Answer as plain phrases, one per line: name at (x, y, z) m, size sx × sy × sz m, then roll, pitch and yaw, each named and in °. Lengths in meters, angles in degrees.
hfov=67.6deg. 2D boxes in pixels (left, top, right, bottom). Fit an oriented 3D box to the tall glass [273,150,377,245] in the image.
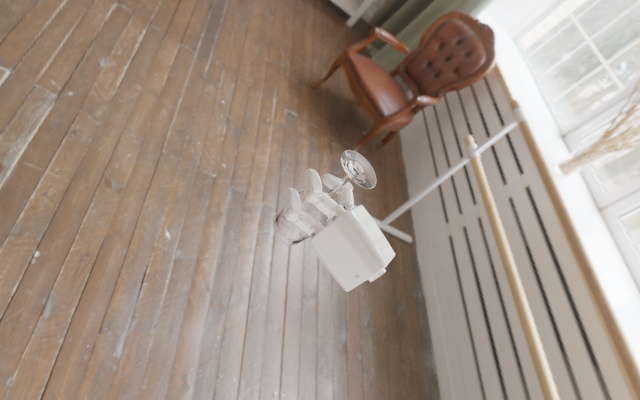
tall glass at (0.001, 0.002, 0.813) m, size 0.079 × 0.079 × 0.201 m, roll 0°, pitch -32°, yaw -47°
